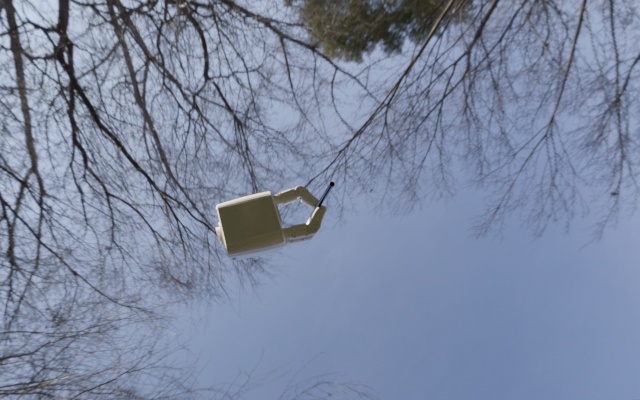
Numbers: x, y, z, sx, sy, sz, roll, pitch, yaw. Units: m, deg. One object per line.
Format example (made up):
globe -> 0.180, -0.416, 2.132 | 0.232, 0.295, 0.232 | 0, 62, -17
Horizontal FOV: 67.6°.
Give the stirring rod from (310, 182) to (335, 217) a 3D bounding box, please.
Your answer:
stirring rod -> 0.000, 0.003, 0.862 | 0.011, 0.011, 0.239 | 0, -14, -9
